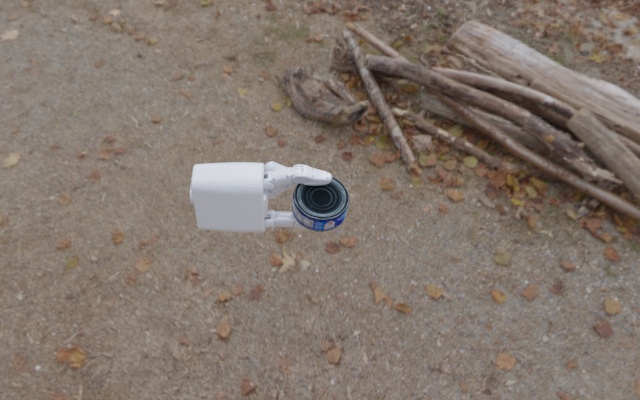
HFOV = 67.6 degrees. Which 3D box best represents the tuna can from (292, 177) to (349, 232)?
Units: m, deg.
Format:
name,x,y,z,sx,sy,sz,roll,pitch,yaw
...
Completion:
name,x,y,z,sx,sy,sz,roll,pitch,yaw
tuna can,0.000,0.002,0.721,0.086,0.086,0.034,0,-34,-7
